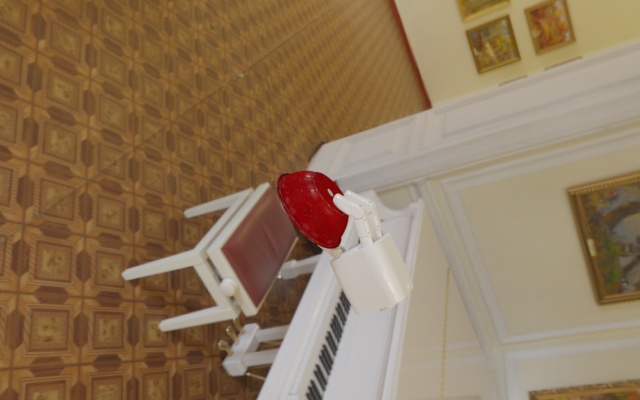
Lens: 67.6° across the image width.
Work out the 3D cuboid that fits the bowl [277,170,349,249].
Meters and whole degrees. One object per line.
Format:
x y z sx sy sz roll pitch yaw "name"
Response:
0.000 0.001 0.831 0.055 0.162 0.162 -39 -18 23 "bowl"
